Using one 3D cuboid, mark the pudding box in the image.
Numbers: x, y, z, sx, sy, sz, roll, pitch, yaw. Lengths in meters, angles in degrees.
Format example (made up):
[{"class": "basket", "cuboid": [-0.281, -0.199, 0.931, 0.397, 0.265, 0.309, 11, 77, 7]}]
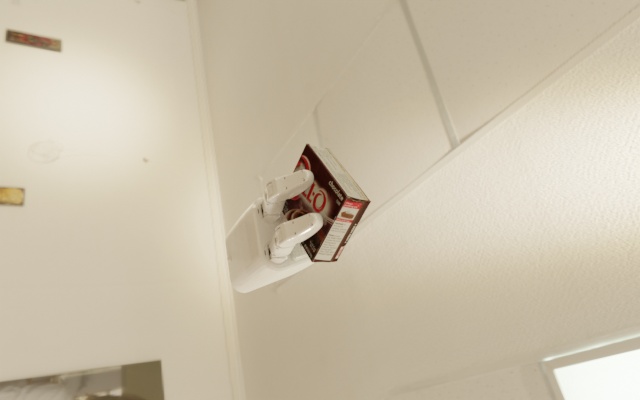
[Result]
[{"class": "pudding box", "cuboid": [0.000, 0.002, 0.547, 0.039, 0.090, 0.113, 6, 32, -36]}]
